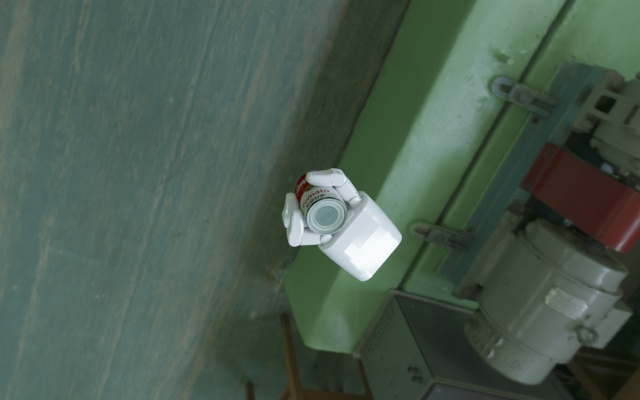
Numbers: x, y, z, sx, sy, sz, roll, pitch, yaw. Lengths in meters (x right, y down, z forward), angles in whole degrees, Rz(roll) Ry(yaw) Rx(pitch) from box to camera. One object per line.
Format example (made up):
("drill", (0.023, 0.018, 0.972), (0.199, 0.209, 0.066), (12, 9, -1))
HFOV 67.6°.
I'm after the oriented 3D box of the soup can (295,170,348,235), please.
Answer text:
("soup can", (0.000, 0.002, 0.764), (0.068, 0.068, 0.102), (0, 28, -13))
